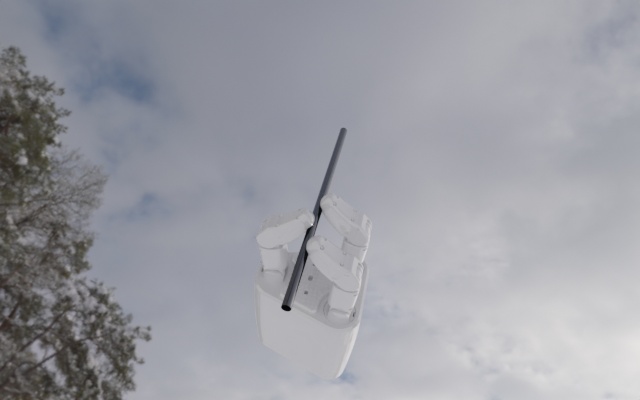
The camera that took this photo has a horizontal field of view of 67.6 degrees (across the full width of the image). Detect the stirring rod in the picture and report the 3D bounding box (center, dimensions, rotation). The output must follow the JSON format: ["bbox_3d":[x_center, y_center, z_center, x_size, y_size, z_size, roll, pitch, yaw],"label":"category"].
[{"bbox_3d":[0.000,0.002,0.442,0.011,0.011,0.239,0,41,16],"label":"stirring rod"}]
